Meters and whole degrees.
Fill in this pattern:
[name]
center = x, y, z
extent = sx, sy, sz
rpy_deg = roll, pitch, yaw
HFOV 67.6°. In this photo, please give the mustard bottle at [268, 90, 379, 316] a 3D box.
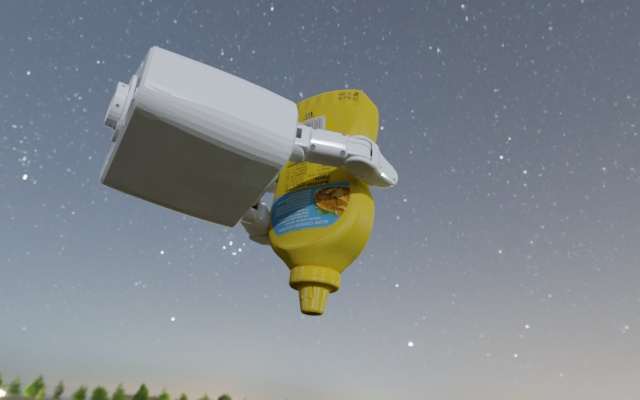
[mustard bottle]
center = 0.000, 0.001, 0.411
extent = 0.096, 0.191, 0.058
rpy_deg = -12, -30, 31
